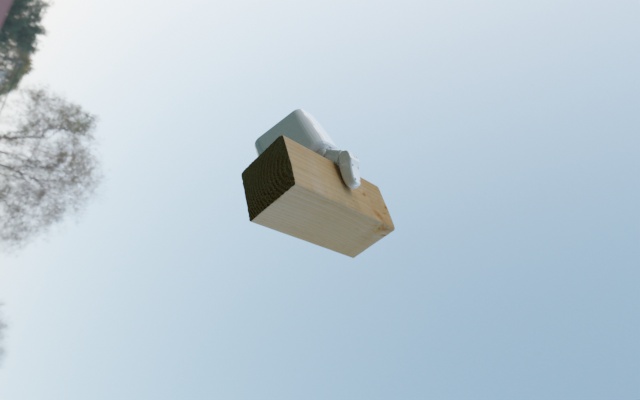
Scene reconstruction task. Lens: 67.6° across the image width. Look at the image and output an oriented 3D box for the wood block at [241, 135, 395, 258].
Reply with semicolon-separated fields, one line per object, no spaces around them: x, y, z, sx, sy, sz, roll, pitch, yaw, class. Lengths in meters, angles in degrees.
0.000;0.002;0.684;0.206;0.090;0.091;24;-52;-41;wood block
